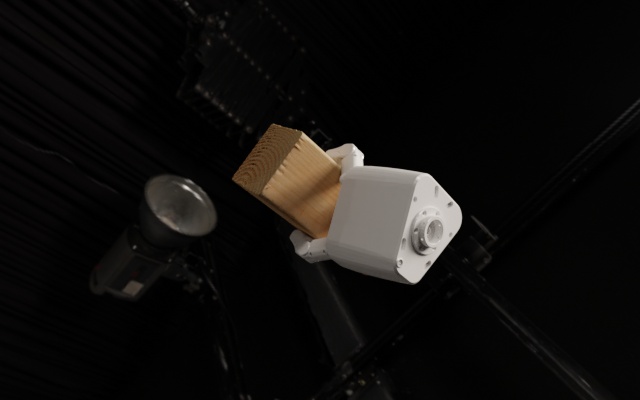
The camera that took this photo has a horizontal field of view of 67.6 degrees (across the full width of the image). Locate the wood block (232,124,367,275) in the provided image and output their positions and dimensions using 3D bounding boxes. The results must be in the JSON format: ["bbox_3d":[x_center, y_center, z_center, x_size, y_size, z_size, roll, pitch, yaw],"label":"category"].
[{"bbox_3d":[0.000,0.002,0.626,0.206,0.091,0.090,40,-7,-33],"label":"wood block"}]
